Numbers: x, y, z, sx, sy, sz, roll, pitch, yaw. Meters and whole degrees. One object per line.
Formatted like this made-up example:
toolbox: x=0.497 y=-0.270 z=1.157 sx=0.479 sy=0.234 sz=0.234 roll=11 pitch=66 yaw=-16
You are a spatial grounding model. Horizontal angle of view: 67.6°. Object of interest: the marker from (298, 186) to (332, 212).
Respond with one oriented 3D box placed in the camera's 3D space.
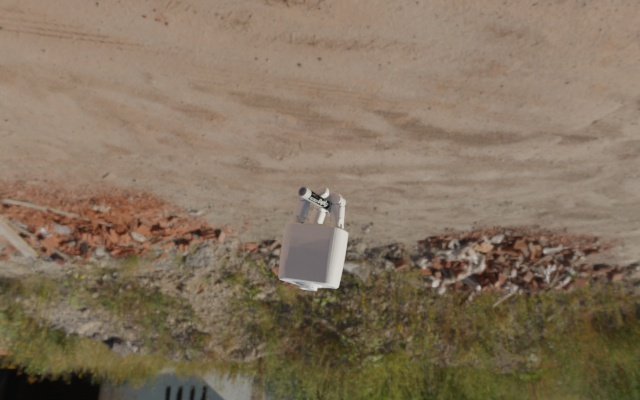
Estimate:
marker: x=0.000 y=0.003 z=0.878 sx=0.020 sy=0.020 sz=0.121 roll=0 pitch=-18 yaw=34
